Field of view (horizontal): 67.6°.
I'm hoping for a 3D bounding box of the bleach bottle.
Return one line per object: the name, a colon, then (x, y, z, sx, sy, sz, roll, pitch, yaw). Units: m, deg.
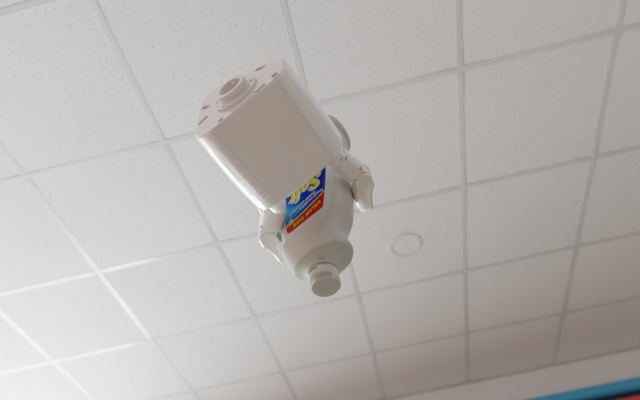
bleach bottle: (0.000, 0.002, 0.554, 0.102, 0.068, 0.250, -28, 37, 15)
